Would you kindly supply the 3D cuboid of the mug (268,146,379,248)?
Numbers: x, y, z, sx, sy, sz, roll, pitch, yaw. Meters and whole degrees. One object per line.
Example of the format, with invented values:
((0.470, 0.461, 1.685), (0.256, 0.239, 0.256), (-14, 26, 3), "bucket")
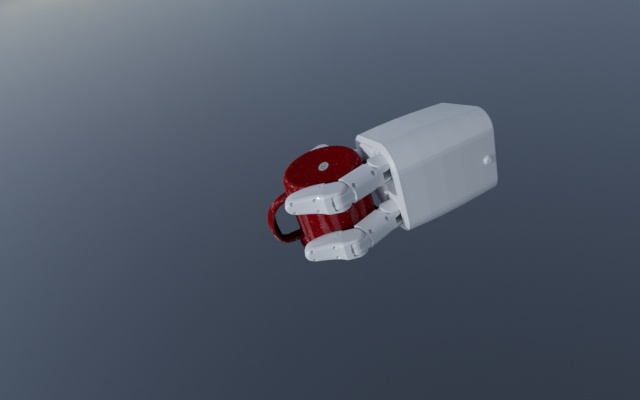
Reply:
((-0.001, 0.002, 0.493), (0.117, 0.081, 0.093), (-24, 34, -7), "mug")
